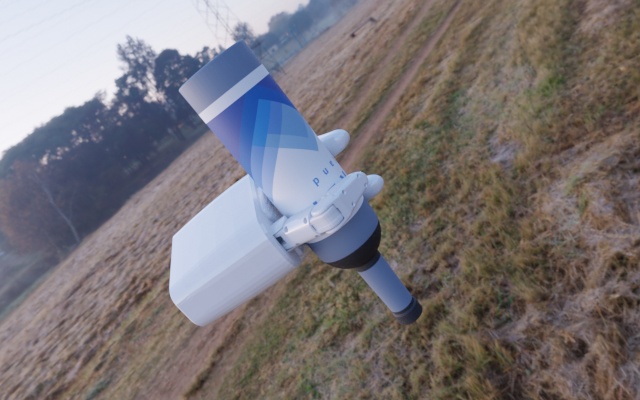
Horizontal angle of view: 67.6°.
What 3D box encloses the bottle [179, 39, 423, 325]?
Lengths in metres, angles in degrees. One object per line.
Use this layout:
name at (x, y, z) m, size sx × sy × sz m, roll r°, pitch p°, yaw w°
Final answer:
bottle at (0.000, 0.001, 0.425) m, size 0.069 × 0.296 × 0.069 m, roll -35°, pitch 17°, yaw 12°
